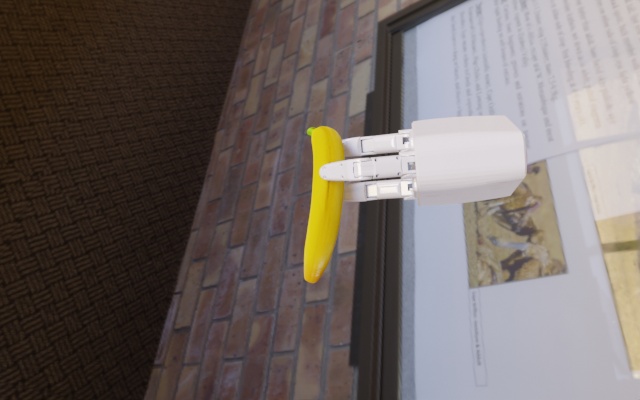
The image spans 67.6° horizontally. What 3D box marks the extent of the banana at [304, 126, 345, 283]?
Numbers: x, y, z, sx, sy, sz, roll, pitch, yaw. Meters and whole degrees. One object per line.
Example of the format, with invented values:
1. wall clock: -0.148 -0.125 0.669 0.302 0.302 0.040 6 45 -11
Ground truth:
1. banana: 0.005 -0.007 0.547 0.037 0.197 0.070 7 -21 -12
